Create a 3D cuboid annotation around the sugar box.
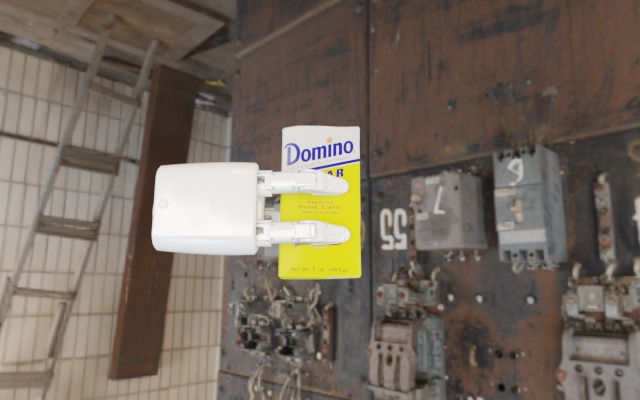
[{"bbox_3d":[0.000,0.002,0.554,0.093,0.176,0.048,0,-11,0],"label":"sugar box"}]
